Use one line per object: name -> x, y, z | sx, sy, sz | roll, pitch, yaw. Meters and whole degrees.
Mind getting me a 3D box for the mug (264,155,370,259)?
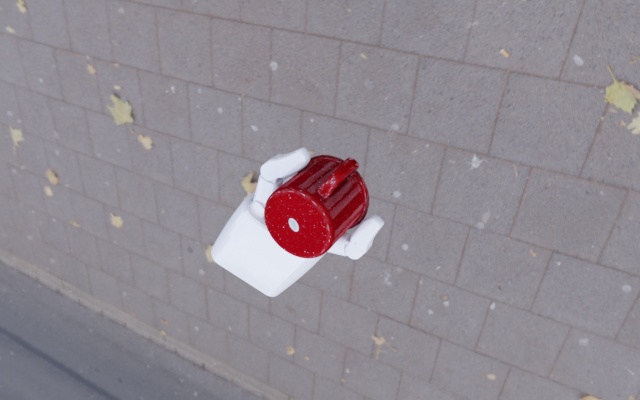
mug -> 0.001, 0.001, 0.499 | 0.117, 0.093, 0.081 | -48, -4, 38
